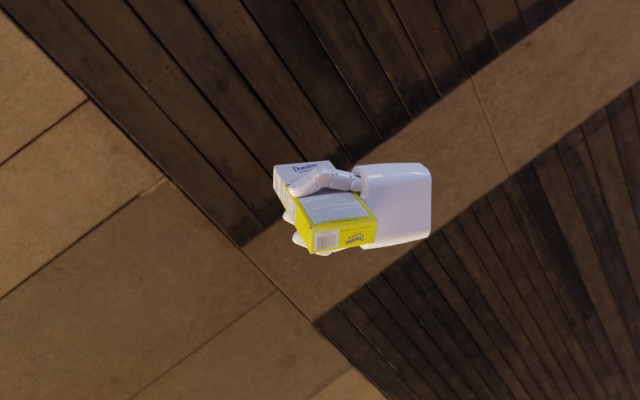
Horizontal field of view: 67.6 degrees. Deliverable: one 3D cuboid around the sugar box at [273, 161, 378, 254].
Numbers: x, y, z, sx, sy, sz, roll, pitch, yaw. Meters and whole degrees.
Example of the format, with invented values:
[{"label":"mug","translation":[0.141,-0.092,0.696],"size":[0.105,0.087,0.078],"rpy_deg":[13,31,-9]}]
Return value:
[{"label":"sugar box","translation":[0.000,0.003,0.673],"size":[0.093,0.048,0.176],"rpy_deg":[-7,30,-19]}]
